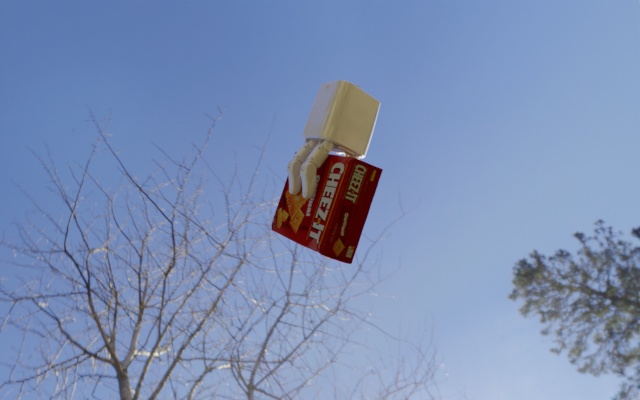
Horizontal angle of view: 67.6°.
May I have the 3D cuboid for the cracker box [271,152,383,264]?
[{"bbox_3d":[0.000,0.003,0.844,0.072,0.164,0.213,19,-1,-28],"label":"cracker box"}]
